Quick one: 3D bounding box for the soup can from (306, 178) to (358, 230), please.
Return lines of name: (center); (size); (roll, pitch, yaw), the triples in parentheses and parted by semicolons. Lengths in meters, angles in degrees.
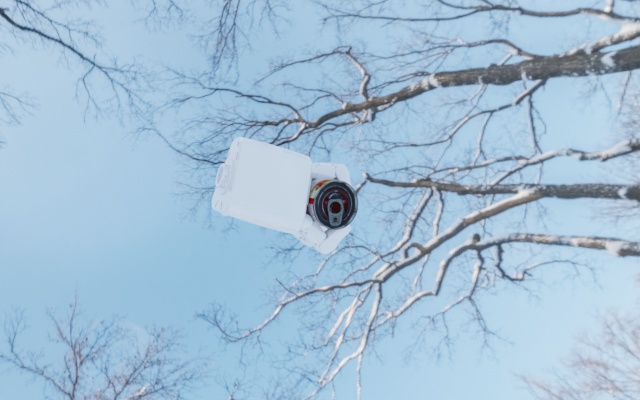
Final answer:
soup can: (0.000, 0.002, 0.692); (0.068, 0.068, 0.102); (0, 5, -26)
